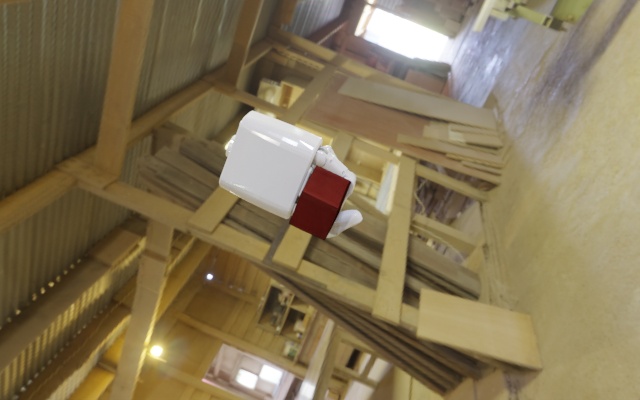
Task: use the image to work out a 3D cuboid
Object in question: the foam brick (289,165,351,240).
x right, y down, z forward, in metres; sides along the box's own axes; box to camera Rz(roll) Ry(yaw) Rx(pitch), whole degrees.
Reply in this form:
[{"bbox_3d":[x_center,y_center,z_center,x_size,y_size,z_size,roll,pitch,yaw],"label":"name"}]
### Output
[{"bbox_3d":[0.000,0.002,0.604,0.051,0.053,0.078,25,32,0],"label":"foam brick"}]
